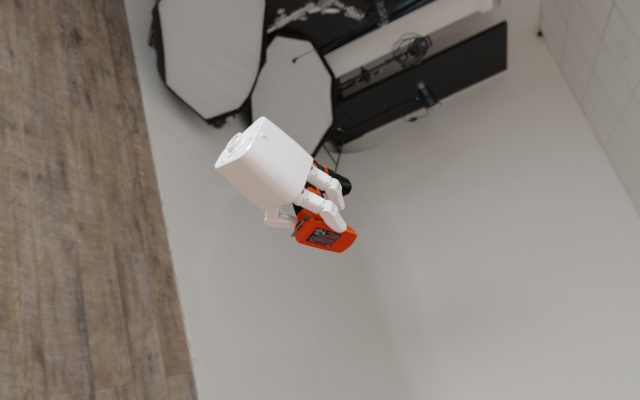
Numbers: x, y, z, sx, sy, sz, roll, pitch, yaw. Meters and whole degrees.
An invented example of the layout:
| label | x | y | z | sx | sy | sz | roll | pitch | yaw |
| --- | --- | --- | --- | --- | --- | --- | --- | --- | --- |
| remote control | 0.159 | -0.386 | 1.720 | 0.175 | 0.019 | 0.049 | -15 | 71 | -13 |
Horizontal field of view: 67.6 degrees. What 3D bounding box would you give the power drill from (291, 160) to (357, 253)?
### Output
| label | x | y | z | sx | sy | sz | roll | pitch | yaw |
| --- | --- | --- | --- | --- | --- | --- | --- | --- | --- |
| power drill | 0.000 | 0.003 | 0.844 | 0.184 | 0.057 | 0.187 | 16 | 36 | -33 |
